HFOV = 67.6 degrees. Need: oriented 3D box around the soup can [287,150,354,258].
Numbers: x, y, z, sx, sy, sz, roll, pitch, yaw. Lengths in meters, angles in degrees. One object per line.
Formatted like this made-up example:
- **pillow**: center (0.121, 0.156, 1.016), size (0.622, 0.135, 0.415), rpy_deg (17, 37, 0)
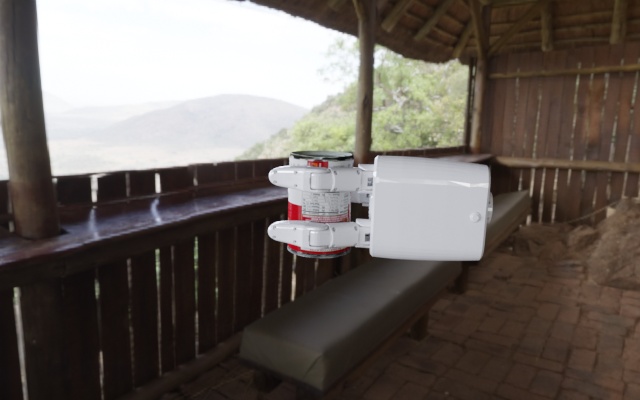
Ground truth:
- **soup can**: center (0.000, 0.001, 0.498), size (0.068, 0.102, 0.068), rpy_deg (2, 11, 0)
